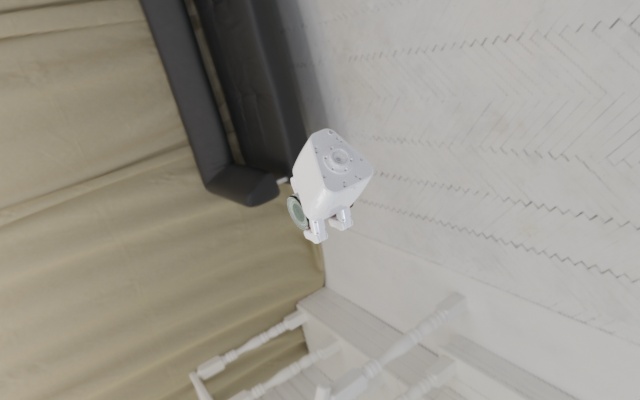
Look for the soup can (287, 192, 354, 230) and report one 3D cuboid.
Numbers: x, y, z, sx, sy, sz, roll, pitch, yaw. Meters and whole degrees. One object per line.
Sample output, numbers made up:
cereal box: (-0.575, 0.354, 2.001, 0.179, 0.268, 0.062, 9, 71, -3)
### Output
soup can: (0.000, 0.003, 0.855, 0.102, 0.068, 0.068, -26, 12, -25)
